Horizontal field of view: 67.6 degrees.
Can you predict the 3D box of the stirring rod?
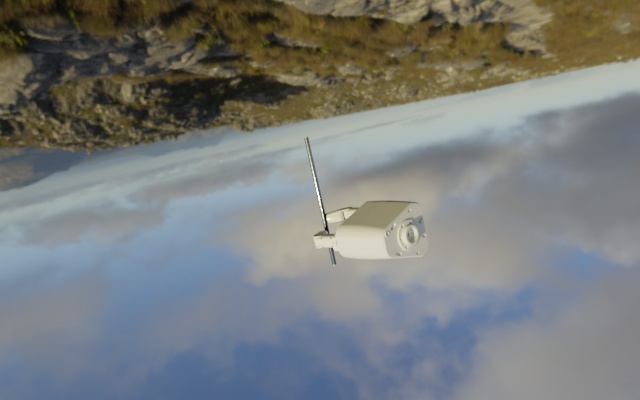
[{"bbox_3d":[0.000,0.003,0.871,0.011,0.239,0.011,-12,8,2],"label":"stirring rod"}]
